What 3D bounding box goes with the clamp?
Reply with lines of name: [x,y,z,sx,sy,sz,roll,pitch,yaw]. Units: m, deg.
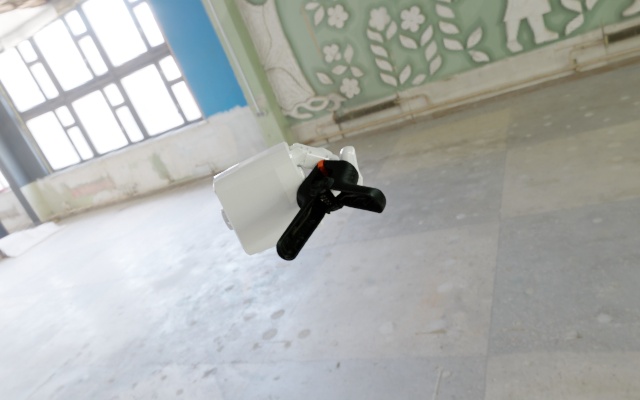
clamp: [0.000,0.001,0.528,0.120,0.039,0.171,-27,20,2]
